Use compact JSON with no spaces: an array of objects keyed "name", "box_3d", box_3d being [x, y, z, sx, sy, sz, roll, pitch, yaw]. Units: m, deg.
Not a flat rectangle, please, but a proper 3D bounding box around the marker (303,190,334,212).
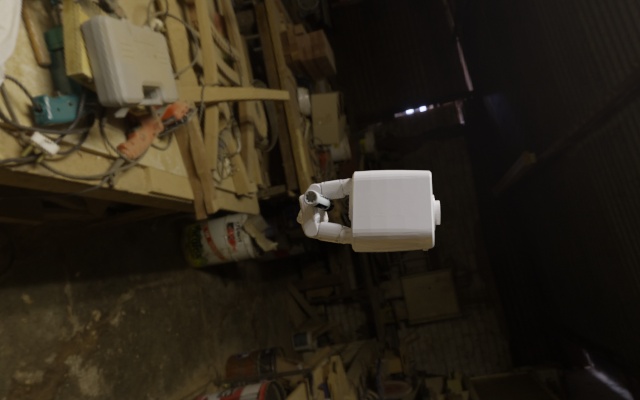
[{"name":"marker","box_3d":[0.000,0.002,0.644,0.020,0.020,0.121,0,-6,12]}]
